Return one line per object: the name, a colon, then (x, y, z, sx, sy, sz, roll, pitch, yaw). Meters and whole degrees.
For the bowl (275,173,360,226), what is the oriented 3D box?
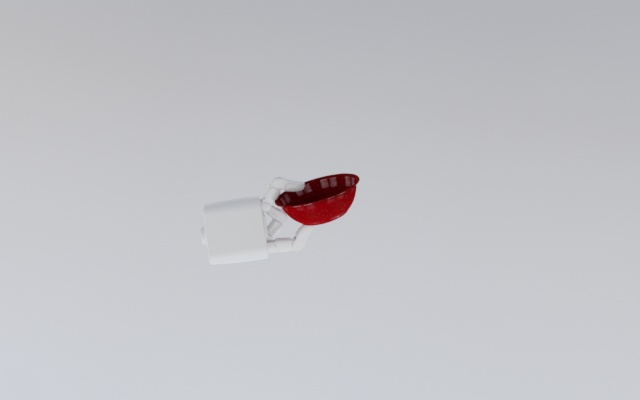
bowl: (0.002, 0.003, 0.880, 0.162, 0.055, 0.162, -16, 16, 5)
